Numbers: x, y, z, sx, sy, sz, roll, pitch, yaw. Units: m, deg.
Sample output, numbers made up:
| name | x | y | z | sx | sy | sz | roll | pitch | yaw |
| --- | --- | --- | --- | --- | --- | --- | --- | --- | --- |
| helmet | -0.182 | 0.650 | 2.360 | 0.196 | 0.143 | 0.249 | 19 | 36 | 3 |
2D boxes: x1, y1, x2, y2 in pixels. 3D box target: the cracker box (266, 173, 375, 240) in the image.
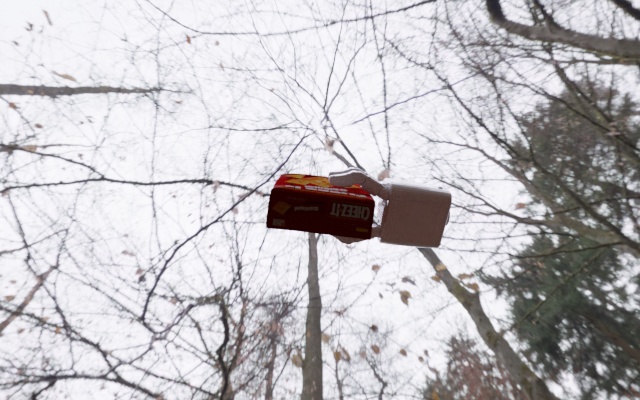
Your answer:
| name | x | y | z | sx | sy | sz | roll | pitch | yaw |
| --- | --- | --- | --- | --- | --- | --- | --- | --- | --- |
| cracker box | 0.000 | 0.003 | 0.826 | 0.164 | 0.072 | 0.213 | 6 | 9 | -2 |
